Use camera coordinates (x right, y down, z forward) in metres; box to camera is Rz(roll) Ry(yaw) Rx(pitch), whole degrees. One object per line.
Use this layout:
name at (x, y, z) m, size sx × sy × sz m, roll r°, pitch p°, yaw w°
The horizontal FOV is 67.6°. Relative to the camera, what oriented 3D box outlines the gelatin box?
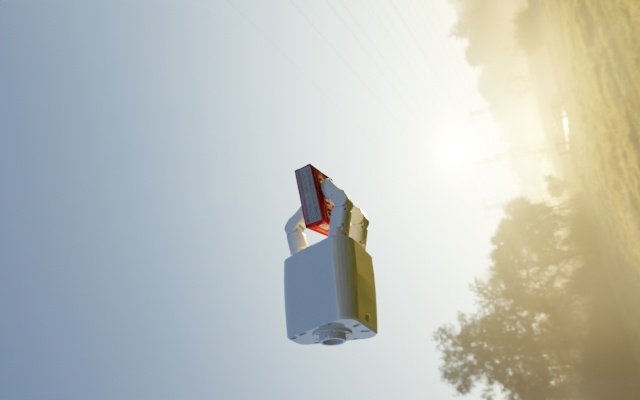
gelatin box at (0.000, 0.002, 0.667) m, size 0.030 × 0.089 × 0.073 m, roll -22°, pitch -24°, yaw 20°
